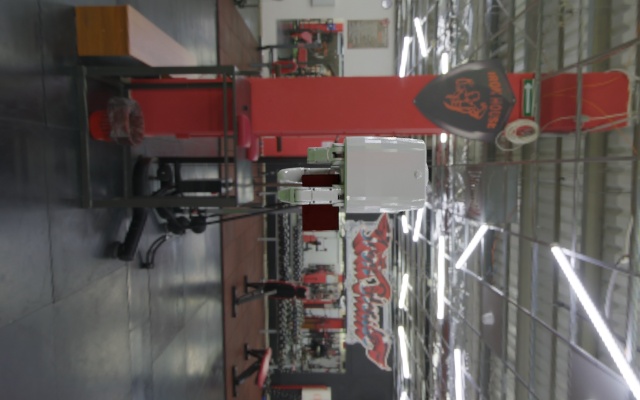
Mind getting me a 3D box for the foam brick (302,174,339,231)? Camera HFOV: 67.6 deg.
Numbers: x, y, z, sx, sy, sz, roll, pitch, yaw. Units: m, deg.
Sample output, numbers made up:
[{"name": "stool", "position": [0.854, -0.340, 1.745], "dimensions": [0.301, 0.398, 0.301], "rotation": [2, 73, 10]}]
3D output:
[{"name": "foam brick", "position": [0.000, 0.002, 0.661], "dimensions": [0.051, 0.078, 0.053], "rotation": [0, 2, -1]}]
